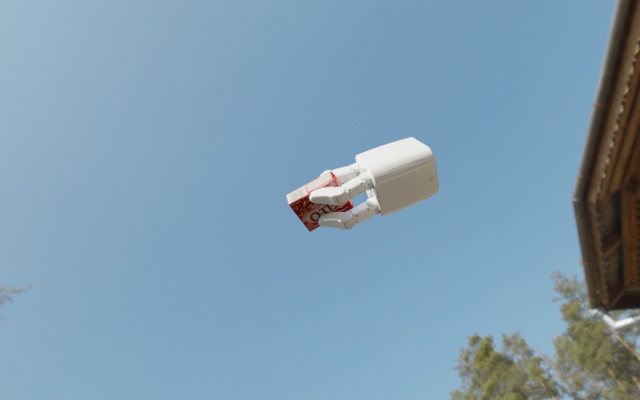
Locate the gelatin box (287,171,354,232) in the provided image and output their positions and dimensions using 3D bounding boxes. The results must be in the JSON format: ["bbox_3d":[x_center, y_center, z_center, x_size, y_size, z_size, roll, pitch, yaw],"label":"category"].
[{"bbox_3d":[0.000,0.002,0.794,0.089,0.073,0.030,-28,38,9],"label":"gelatin box"}]
